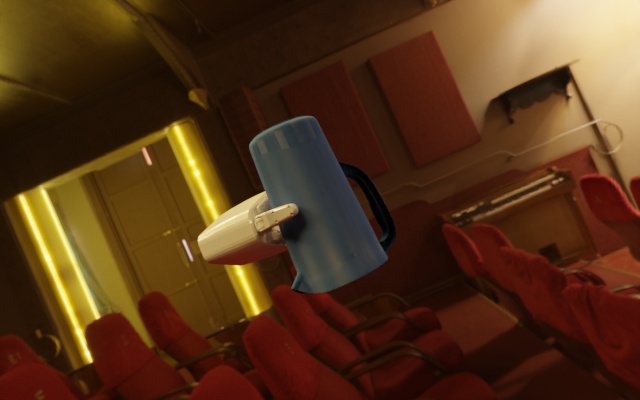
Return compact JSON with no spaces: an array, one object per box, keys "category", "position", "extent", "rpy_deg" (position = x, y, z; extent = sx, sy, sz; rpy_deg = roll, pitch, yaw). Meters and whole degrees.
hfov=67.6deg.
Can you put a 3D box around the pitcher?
[{"category":"pitcher","position":[0.000,0.002,0.700],"extent":[0.145,0.243,0.149],"rpy_deg":[-24,-1,22]}]
